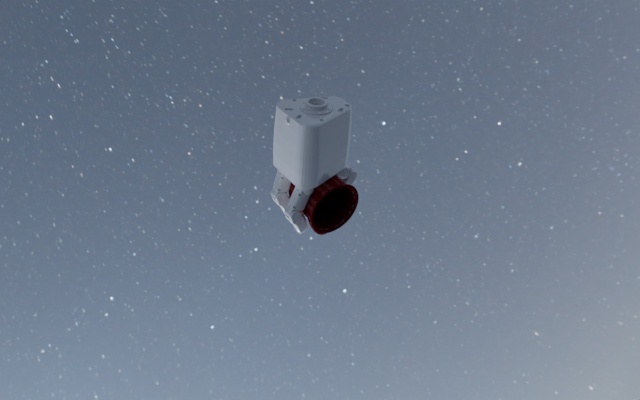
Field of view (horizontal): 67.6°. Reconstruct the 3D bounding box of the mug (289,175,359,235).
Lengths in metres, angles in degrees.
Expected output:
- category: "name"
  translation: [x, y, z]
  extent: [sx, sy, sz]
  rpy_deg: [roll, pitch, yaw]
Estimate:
- category: "mug"
  translation: [0.000, 0.004, 0.788]
  extent: [0.093, 0.117, 0.081]
  rpy_deg: [-18, 43, -30]
